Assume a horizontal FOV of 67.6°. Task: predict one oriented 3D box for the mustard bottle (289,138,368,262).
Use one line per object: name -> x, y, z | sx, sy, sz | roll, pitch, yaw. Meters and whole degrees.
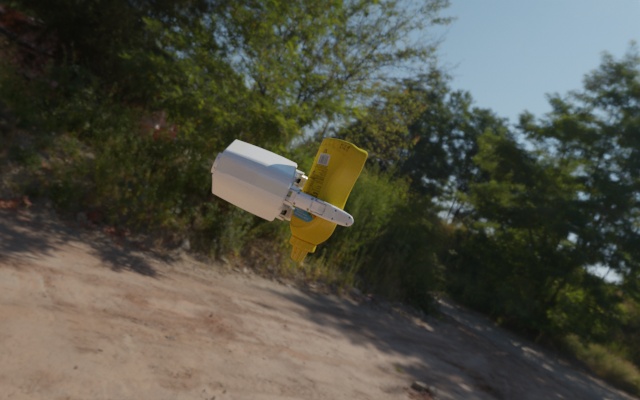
mustard bottle -> 0.001, 0.002, 0.726 | 0.058, 0.191, 0.096 | 24, -1, -31
